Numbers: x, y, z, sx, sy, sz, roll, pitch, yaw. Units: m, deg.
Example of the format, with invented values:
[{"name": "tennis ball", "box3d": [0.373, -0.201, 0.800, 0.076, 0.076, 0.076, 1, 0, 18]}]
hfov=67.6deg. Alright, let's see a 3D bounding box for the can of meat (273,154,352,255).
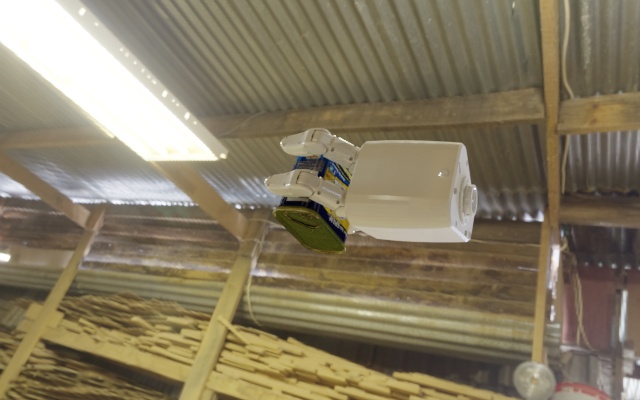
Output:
[{"name": "can of meat", "box3d": [0.000, 0.002, 0.550, 0.057, 0.084, 0.102, 1, -31, 32]}]
